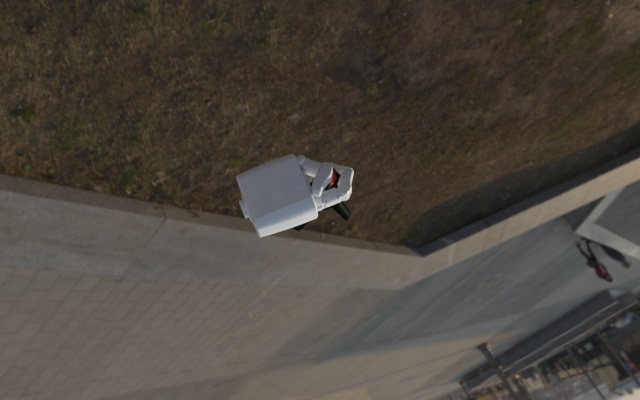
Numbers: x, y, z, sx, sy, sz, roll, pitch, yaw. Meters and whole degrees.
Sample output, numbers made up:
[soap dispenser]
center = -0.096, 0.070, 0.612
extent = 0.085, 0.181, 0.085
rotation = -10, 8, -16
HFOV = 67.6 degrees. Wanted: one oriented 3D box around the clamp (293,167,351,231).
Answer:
[clamp]
center = 0.000, 0.003, 0.892
extent = 0.120, 0.039, 0.172
rotation = -21, -33, -11
